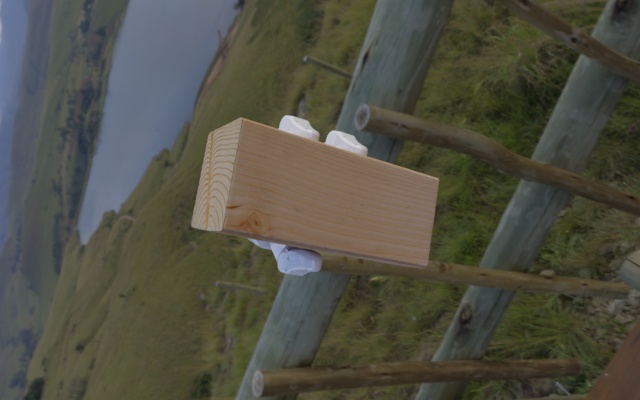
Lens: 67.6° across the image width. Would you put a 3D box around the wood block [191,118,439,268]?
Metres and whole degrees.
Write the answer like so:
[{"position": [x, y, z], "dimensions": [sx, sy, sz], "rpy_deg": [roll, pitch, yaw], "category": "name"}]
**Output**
[{"position": [0.000, 0.002, 0.444], "dimensions": [0.206, 0.091, 0.090], "rpy_deg": [13, -7, -29], "category": "wood block"}]
